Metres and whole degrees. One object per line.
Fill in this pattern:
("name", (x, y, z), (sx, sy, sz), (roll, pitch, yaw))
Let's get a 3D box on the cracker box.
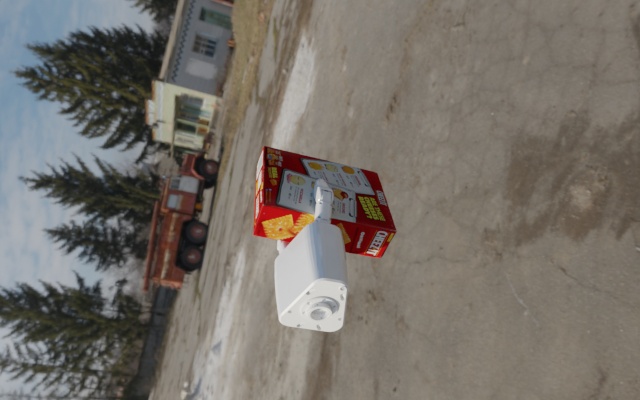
("cracker box", (0.000, 0.002, 0.785), (0.214, 0.072, 0.164), (12, 36, -16))
